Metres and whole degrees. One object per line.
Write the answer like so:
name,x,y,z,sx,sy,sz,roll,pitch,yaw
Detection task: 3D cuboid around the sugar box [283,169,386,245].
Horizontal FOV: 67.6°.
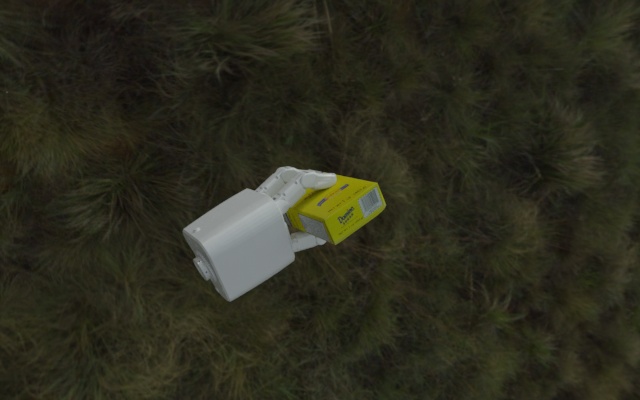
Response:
sugar box,0.000,0.002,0.669,0.093,0.048,0.176,-34,27,-23
